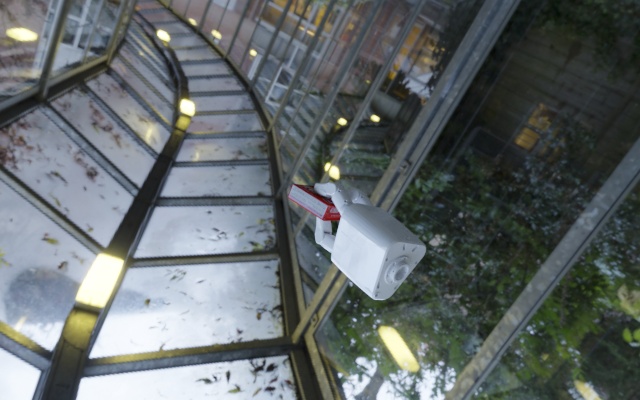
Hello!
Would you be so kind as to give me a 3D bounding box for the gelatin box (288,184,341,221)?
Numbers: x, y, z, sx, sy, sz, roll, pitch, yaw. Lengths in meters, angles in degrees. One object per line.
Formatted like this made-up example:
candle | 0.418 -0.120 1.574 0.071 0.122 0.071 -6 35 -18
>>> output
gelatin box | 0.000 0.003 0.816 0.089 0.030 0.073 31 16 32
